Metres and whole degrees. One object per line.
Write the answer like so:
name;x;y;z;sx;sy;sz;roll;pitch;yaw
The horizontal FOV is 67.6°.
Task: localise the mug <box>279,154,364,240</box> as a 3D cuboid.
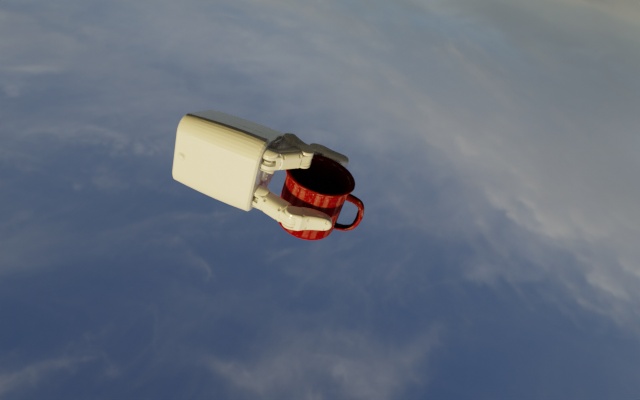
mug;0.001;0.003;0.627;0.117;0.081;0.093;22;34;4
